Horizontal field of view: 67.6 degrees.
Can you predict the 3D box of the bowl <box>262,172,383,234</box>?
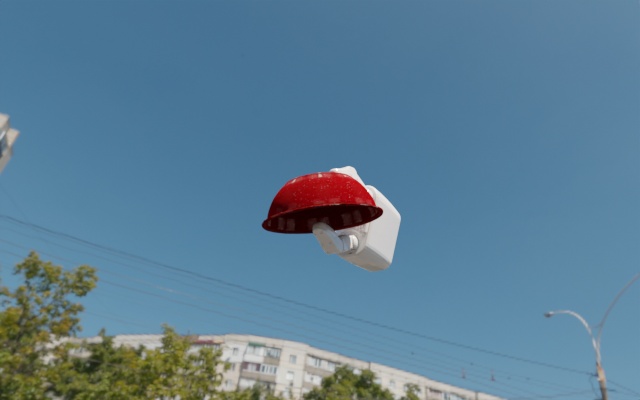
[{"bbox_3d":[0.000,0.001,0.636,0.162,0.055,0.162,-6,-14,-2],"label":"bowl"}]
